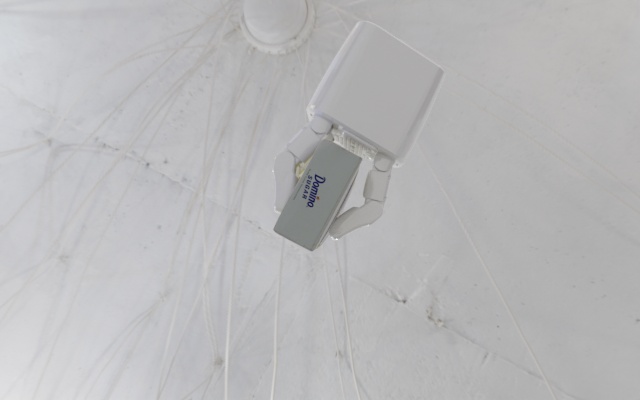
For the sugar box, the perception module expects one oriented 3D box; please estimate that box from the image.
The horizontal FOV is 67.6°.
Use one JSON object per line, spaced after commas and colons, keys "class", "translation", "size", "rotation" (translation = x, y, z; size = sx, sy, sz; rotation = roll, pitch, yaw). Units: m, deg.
{"class": "sugar box", "translation": [0.000, 0.001, 0.486], "size": [0.048, 0.093, 0.176], "rotation": [28, -4, 6]}
